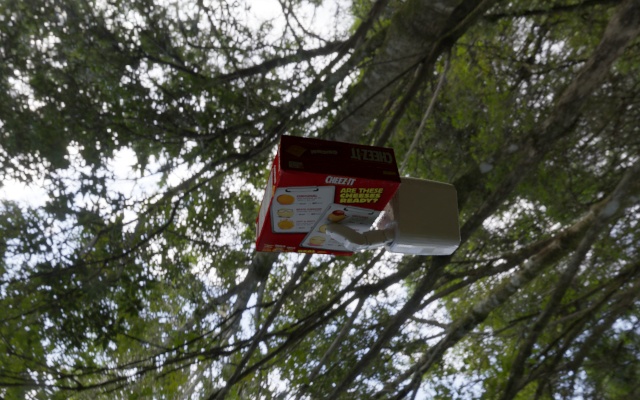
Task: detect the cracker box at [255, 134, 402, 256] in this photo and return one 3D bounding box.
[{"bbox_3d":[0.000,0.003,0.708,0.164,0.072,0.214,5,-36,-15],"label":"cracker box"}]
